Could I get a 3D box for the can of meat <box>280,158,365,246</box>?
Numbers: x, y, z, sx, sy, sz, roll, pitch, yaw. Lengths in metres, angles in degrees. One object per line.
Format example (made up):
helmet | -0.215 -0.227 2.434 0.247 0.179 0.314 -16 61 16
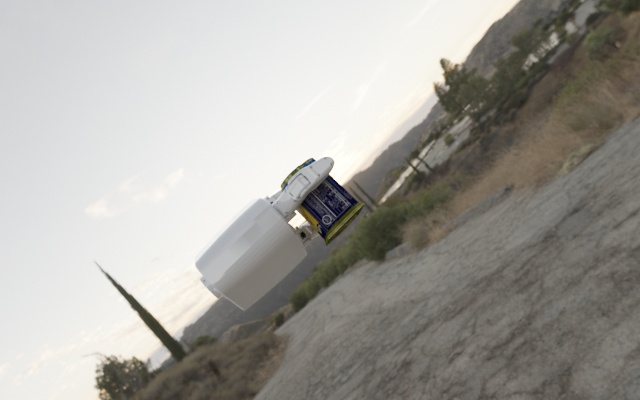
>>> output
can of meat | 0.000 0.002 0.574 0.057 0.084 0.102 -44 -7 -9
